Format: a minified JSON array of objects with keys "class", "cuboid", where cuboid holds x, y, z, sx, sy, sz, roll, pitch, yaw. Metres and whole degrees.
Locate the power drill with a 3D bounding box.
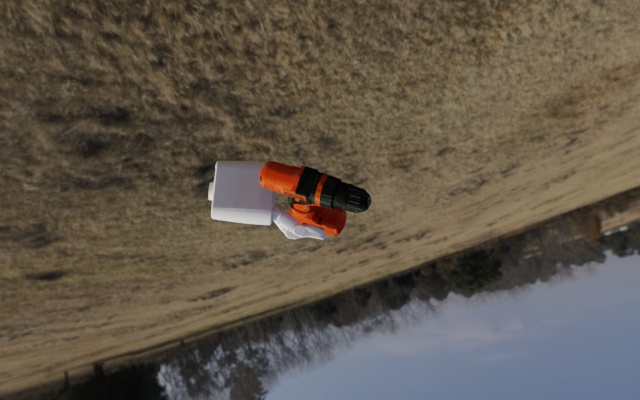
[{"class":"power drill","cuboid":[0.000,0.003,0.818,0.184,0.057,0.188,18,-19,14]}]
